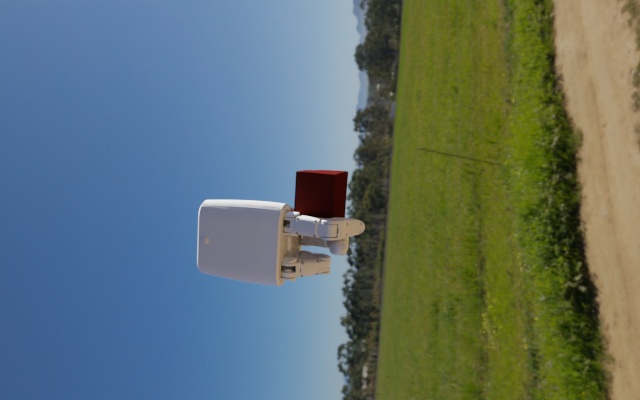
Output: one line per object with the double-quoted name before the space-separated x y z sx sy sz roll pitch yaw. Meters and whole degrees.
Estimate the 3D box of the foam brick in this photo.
"foam brick" 0.000 0.002 0.584 0.051 0.078 0.053 7 8 19
